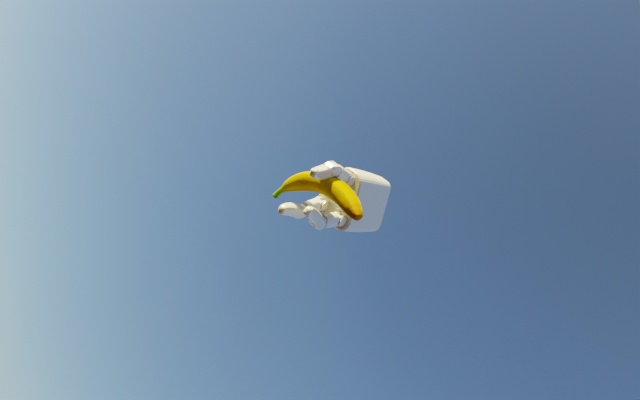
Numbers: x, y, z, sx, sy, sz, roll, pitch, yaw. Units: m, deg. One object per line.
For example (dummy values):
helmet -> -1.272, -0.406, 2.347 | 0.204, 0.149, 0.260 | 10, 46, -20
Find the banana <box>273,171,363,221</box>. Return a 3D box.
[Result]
banana -> 0.004, -0.015, 0.842 | 0.198, 0.069, 0.037 | 14, -9, 39
